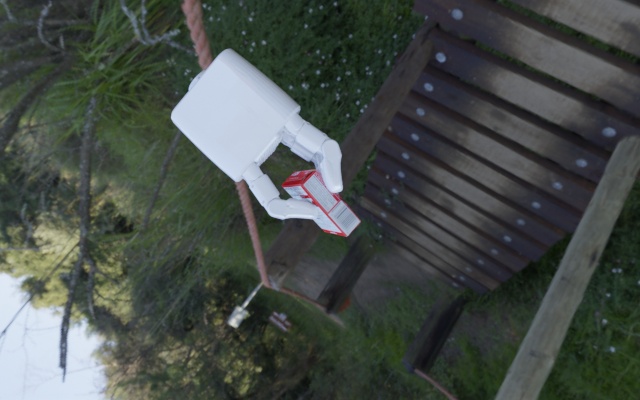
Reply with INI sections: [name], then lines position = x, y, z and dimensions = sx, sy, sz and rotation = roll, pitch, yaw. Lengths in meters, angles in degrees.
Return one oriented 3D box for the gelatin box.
[gelatin box]
position = 0.000, 0.003, 0.591
dimensions = 0.030, 0.089, 0.073
rotation = -46, 15, -15
